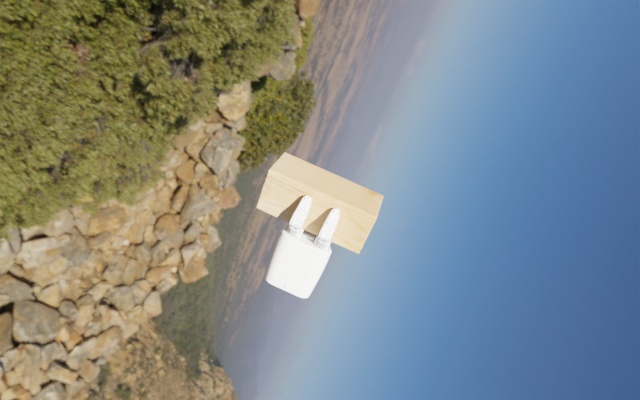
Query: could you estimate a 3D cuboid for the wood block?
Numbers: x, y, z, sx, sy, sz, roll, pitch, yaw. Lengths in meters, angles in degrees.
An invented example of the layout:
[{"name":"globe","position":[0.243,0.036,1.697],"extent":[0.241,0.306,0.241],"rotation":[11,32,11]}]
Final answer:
[{"name":"wood block","position":[0.000,0.003,0.887],"extent":[0.206,0.090,0.090],"rotation":[24,30,3]}]
